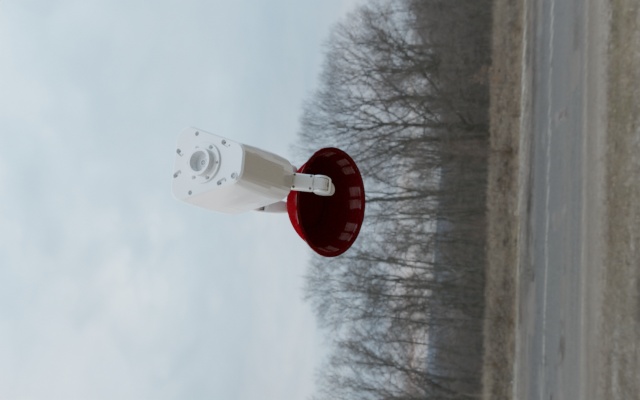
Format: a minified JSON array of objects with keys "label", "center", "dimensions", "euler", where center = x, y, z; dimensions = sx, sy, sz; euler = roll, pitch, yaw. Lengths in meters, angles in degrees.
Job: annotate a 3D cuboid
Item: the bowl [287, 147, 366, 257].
[{"label":"bowl","center":[0.001,0.003,0.716],"dimensions":[0.055,0.162,0.162],"euler":[0,0,41]}]
